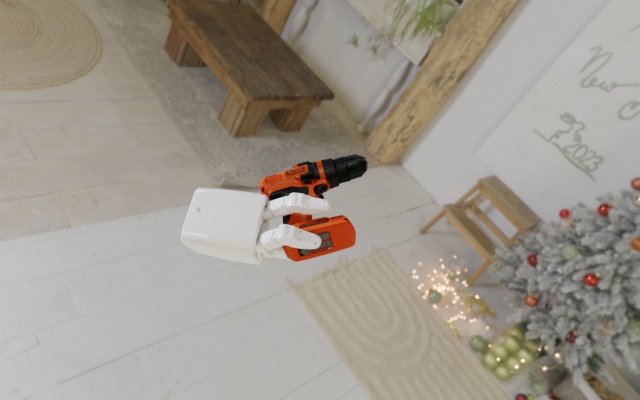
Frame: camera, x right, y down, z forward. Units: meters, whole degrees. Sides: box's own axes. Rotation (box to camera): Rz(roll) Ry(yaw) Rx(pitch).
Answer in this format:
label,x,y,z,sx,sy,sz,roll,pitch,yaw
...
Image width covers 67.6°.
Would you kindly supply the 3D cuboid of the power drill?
label,x,y,z,sx,sy,sz,roll,pitch,yaw
power drill,0.000,0.003,0.744,0.184,0.057,0.187,-17,36,2
